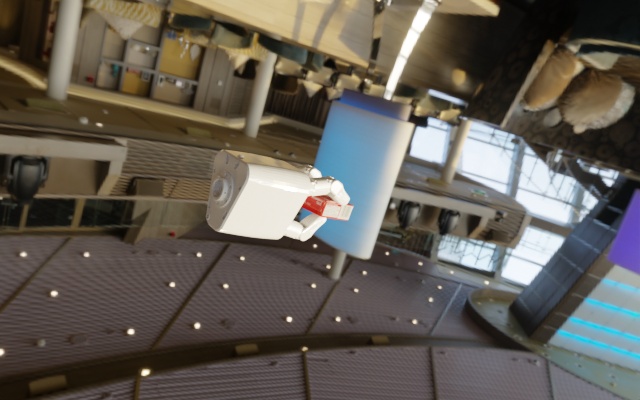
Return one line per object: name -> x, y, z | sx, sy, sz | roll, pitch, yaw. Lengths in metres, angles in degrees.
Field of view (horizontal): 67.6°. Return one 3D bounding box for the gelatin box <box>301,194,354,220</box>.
gelatin box -> 0.000, 0.003, 0.769 | 0.073, 0.030, 0.089 | 26, 8, 32
